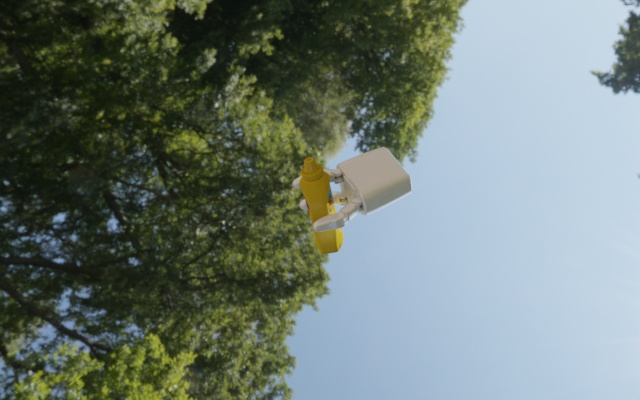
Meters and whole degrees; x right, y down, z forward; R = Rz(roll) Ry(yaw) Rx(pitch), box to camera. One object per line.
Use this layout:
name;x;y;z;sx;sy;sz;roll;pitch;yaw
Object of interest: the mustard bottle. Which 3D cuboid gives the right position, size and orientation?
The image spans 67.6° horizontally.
mustard bottle;0.000;0.003;0.900;0.058;0.192;0.096;-9;36;7
